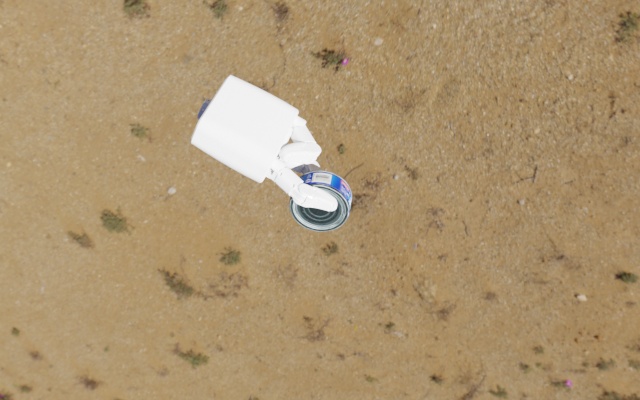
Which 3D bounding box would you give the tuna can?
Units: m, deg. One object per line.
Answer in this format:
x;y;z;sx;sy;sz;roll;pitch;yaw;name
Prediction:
0.000;0.003;0.664;0.086;0.086;0.033;0;38;9;tuna can
